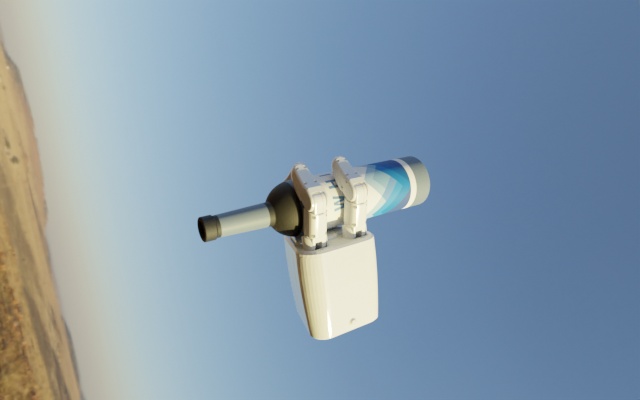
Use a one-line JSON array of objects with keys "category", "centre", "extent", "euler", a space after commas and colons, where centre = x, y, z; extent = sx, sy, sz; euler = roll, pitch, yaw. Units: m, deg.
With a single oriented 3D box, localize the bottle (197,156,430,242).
[{"category": "bottle", "centre": [0.000, 0.002, 0.571], "extent": [0.295, 0.069, 0.069], "euler": [-13, 6, -30]}]
